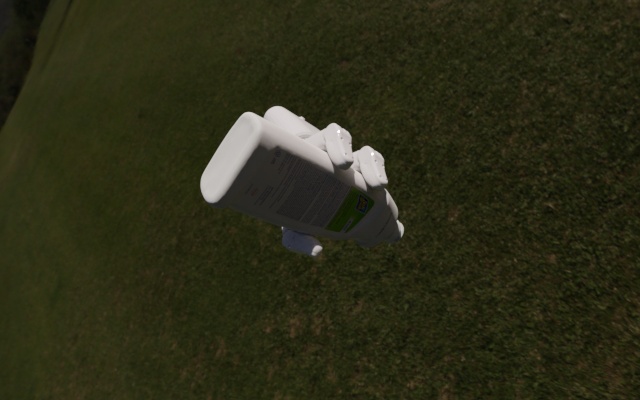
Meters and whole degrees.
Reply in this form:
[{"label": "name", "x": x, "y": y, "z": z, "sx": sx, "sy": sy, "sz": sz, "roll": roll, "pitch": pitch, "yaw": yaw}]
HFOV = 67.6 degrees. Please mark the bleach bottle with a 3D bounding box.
[{"label": "bleach bottle", "x": 0.000, "y": 0.002, "z": 0.539, "sx": 0.251, "sy": 0.102, "sz": 0.068, "roll": 27, "pitch": 14, "yaw": -36}]
